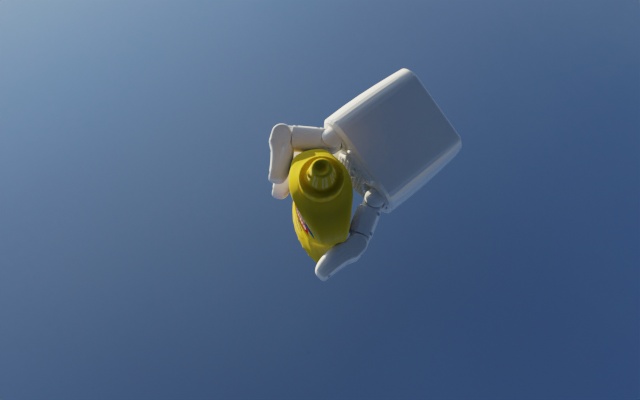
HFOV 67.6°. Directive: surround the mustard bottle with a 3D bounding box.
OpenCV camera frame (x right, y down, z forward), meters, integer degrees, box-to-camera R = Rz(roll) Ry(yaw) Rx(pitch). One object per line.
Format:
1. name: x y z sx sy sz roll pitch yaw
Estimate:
1. mustard bottle: 0.000 0.002 0.488 0.058 0.096 0.192 -13 -17 -6
